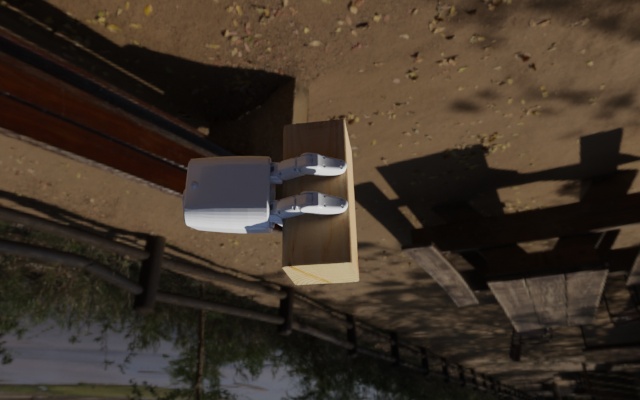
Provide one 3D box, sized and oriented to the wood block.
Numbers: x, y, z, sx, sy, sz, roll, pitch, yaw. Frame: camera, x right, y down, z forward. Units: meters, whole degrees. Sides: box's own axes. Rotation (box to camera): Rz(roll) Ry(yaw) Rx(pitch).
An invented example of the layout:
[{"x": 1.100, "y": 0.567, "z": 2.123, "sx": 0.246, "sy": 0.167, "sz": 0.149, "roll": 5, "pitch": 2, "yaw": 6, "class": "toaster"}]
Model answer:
[{"x": 0.000, "y": 0.002, "z": 0.656, "sx": 0.090, "sy": 0.206, "sz": 0.091, "roll": -5, "pitch": -25, "yaw": 7, "class": "wood block"}]
